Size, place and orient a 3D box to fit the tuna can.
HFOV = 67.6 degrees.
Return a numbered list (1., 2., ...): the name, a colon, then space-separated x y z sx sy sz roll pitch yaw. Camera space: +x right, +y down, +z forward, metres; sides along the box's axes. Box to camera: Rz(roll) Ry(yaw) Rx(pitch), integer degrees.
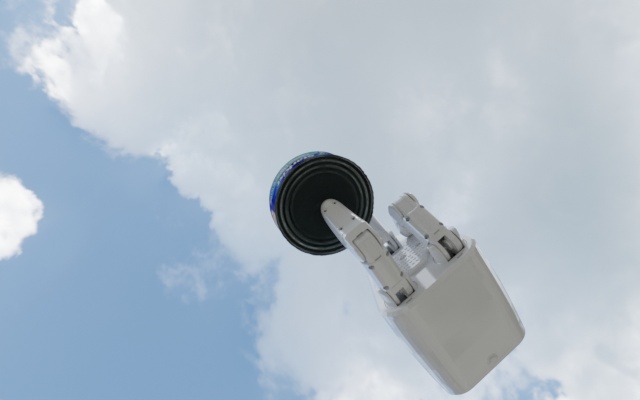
1. tuna can: 0.000 0.001 0.408 0.086 0.086 0.033 0 13 -17
